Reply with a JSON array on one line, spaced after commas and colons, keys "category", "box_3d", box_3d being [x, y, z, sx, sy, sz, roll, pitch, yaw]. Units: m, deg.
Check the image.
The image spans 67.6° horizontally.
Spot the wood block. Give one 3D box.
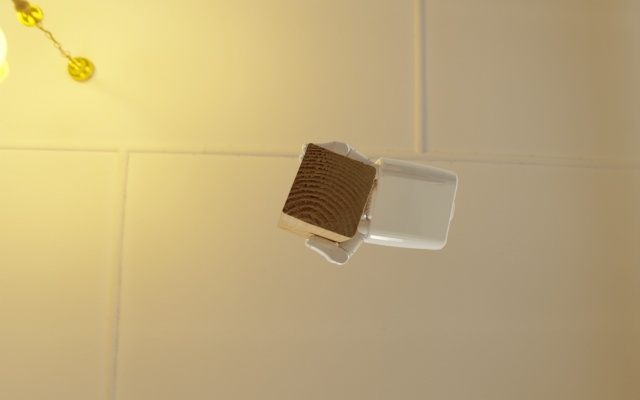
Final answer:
[{"category": "wood block", "box_3d": [0.000, 0.003, 0.647, 0.090, 0.091, 0.206, 21, -10, -3]}]
